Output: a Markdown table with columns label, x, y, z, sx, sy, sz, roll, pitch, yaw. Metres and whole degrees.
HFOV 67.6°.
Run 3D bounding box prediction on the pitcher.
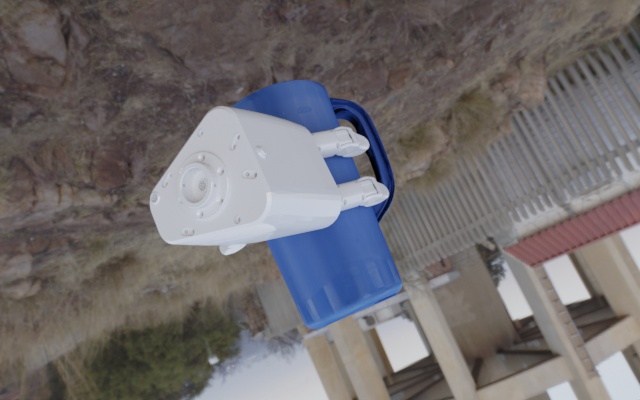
| label | x | y | z | sx | sy | sz | roll | pitch | yaw |
| --- | --- | --- | --- | --- | --- | --- | --- | --- | --- |
| pitcher | 0.000 | 0.002 | 0.515 | 0.149 | 0.242 | 0.145 | -30 | -15 | 24 |
